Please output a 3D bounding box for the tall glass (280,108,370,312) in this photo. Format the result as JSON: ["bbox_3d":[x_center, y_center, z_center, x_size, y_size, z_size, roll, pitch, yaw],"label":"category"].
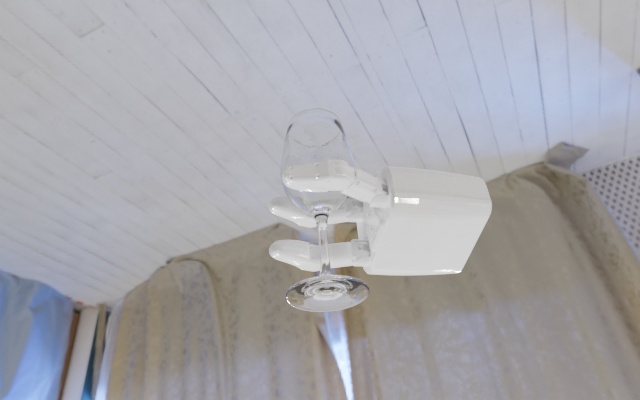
[{"bbox_3d":[0.000,0.002,0.473,0.079,0.201,0.079,-3,-34,-2],"label":"tall glass"}]
